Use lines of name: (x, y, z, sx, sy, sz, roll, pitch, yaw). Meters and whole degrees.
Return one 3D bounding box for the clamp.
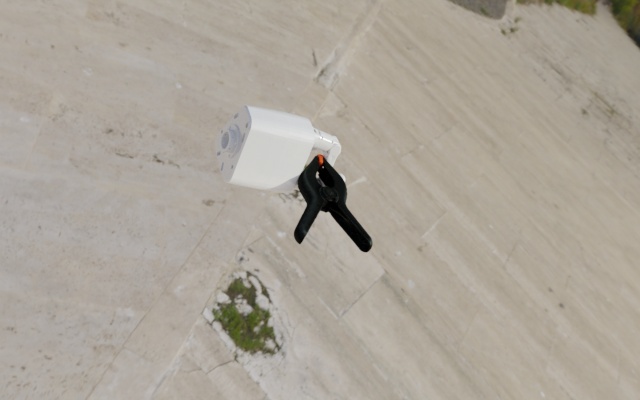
clamp: (0.000, 0.002, 0.697, 0.120, 0.171, 0.039, 7, -44, -37)
